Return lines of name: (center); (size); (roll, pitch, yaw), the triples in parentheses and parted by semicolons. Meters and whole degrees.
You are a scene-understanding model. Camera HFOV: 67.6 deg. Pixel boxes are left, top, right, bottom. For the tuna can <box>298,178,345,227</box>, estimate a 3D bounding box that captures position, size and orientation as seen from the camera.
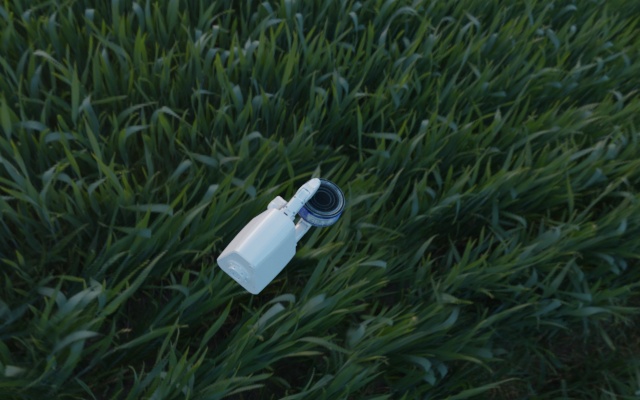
tuna can: (0.000, 0.002, 0.863); (0.086, 0.086, 0.034); (0, -32, -19)
